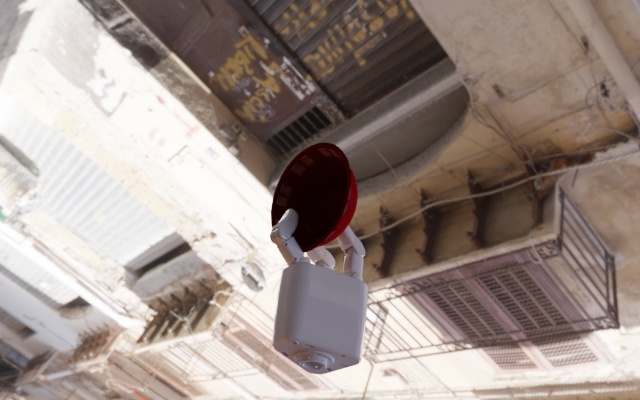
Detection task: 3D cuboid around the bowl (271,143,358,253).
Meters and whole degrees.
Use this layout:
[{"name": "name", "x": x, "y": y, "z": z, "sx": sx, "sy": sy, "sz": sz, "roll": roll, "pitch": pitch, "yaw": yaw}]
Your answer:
[{"name": "bowl", "x": 0.001, "y": 0.001, "z": 0.680, "sx": 0.055, "sy": 0.162, "sz": 0.162, "roll": 22, "pitch": -15, "yaw": -40}]
